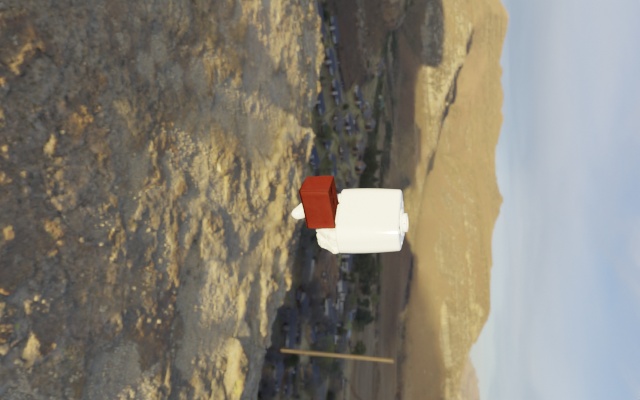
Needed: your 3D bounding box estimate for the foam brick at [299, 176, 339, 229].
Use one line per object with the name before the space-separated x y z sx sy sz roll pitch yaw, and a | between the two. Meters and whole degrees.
foam brick | 0.000 0.003 0.820 0.051 0.078 0.053 -1 34 16
